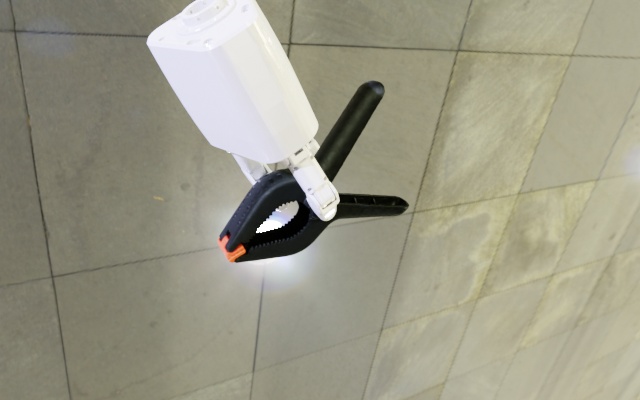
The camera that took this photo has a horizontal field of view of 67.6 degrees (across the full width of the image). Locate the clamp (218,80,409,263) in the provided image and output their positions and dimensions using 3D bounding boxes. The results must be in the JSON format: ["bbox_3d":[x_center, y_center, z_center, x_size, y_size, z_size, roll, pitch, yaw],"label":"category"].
[{"bbox_3d":[0.000,0.002,0.476,0.210,0.165,0.036,-37,41,-8],"label":"clamp"}]
